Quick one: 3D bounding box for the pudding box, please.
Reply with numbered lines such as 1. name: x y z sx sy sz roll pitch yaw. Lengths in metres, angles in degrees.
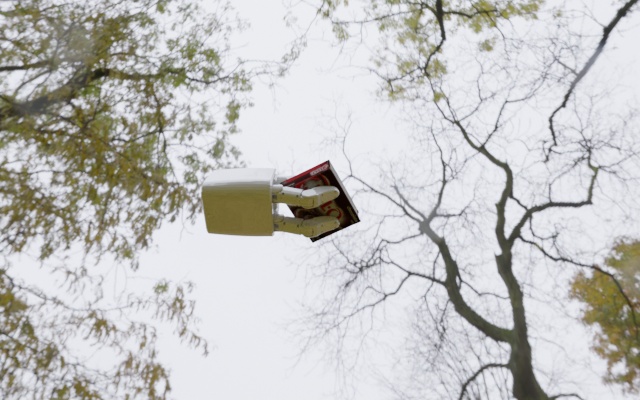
1. pudding box: 0.000 0.002 0.760 0.090 0.113 0.039 -25 31 14
